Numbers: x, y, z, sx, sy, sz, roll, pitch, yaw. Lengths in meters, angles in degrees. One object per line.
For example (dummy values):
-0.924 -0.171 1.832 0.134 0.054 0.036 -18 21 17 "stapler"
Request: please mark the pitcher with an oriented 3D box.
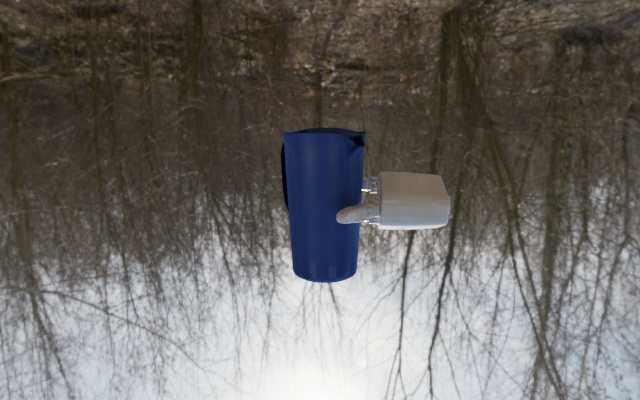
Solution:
0.000 0.003 0.786 0.145 0.243 0.149 0 9 2 "pitcher"
